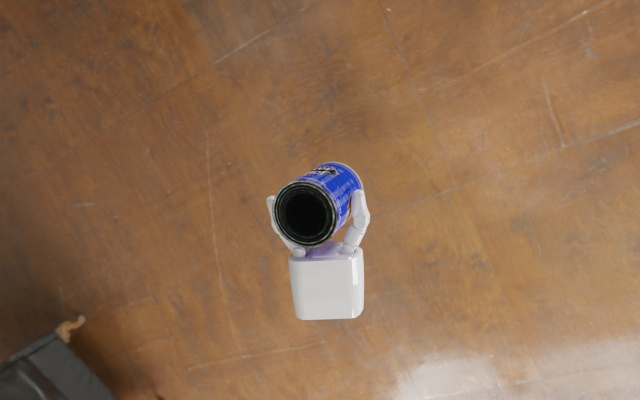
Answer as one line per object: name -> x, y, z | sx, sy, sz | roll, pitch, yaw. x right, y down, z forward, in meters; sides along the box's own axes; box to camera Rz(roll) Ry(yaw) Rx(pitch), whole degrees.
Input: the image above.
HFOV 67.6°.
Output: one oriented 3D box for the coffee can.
coffee can -> 0.000, 0.002, 0.746 | 0.103, 0.103, 0.140 | 0, 15, 21
